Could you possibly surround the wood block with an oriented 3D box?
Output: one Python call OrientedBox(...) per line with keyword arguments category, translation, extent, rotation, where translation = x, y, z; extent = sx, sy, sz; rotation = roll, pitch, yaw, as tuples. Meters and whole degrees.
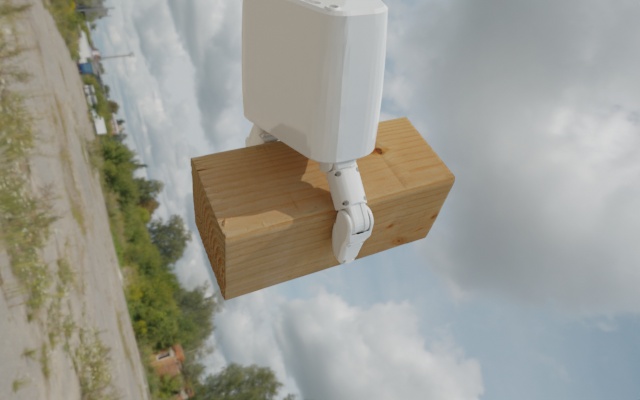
OrientedBox(category="wood block", translation=(0.000, 0.001, 0.426), extent=(0.206, 0.090, 0.090), rotation=(-14, -37, -22))
